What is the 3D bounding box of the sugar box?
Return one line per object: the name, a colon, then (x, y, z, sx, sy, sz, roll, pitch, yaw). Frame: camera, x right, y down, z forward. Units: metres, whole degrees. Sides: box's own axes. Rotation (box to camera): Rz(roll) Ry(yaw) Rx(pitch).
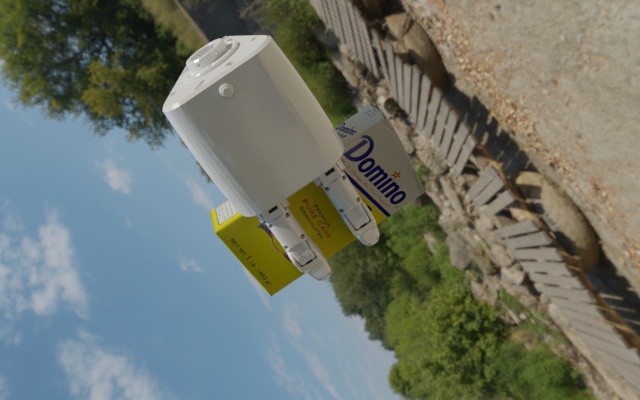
sugar box: (0.000, 0.002, 0.435, 0.176, 0.093, 0.048, -33, 32, 2)
